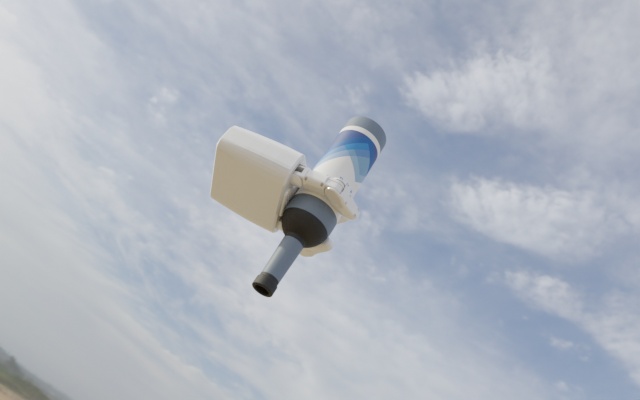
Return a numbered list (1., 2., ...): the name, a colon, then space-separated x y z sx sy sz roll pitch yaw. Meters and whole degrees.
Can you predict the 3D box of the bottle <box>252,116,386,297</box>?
1. bottle: 0.000 0.002 0.630 0.069 0.069 0.295 0 43 39
